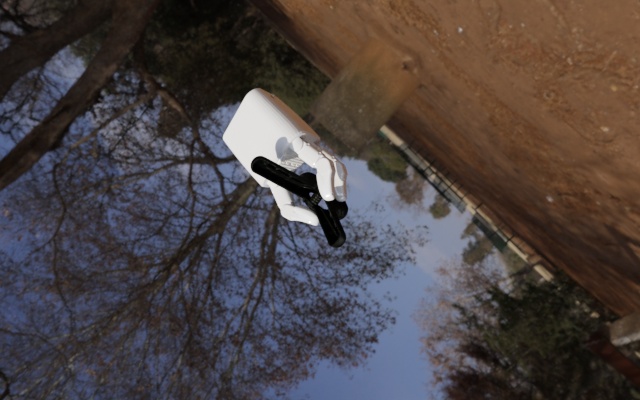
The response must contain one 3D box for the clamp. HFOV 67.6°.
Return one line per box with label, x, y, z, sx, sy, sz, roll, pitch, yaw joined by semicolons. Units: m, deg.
clamp;0.000;0.003;0.705;0.164;0.036;0.210;46;15;16
